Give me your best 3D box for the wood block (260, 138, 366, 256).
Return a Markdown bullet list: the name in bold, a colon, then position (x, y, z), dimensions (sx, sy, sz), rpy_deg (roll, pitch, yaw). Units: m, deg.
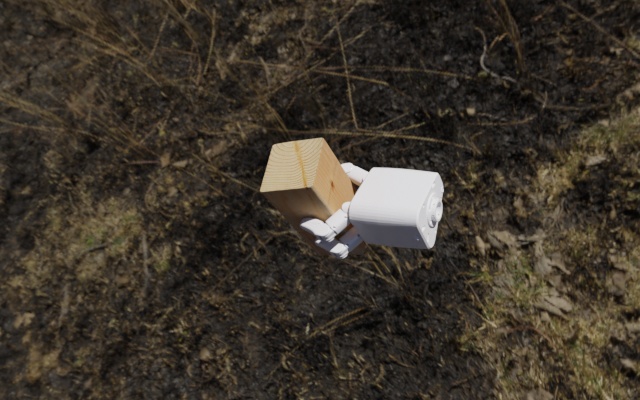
- **wood block**: position (0.000, 0.002, 0.769), dimensions (0.090, 0.090, 0.206), rpy_deg (-5, -35, 26)
